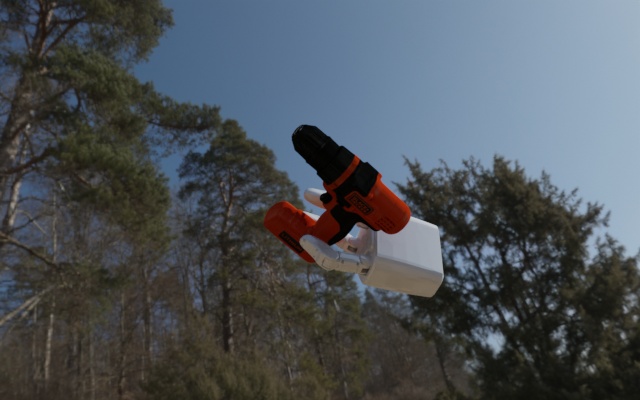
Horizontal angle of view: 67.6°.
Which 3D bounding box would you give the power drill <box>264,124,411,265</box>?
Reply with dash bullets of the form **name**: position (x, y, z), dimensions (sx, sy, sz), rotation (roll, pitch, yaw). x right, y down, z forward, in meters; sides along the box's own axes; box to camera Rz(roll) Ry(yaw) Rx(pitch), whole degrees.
- **power drill**: position (0.000, 0.002, 0.643), dimensions (0.188, 0.184, 0.057), rotation (-36, 16, 47)
